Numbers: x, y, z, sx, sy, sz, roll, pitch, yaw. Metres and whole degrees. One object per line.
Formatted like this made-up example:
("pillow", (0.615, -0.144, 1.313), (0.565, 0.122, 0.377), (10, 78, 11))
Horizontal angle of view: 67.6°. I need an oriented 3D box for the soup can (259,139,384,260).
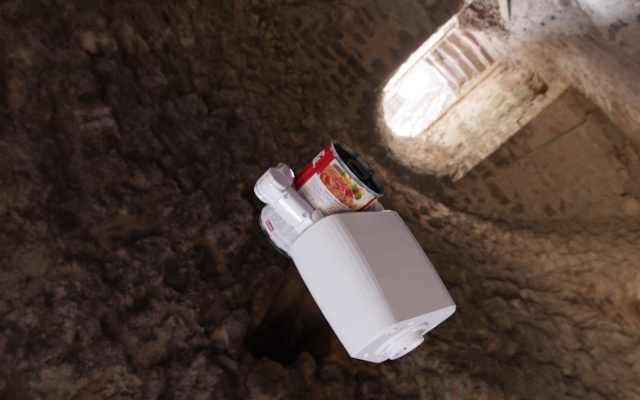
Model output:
("soup can", (0.000, 0.001, 0.448), (0.102, 0.068, 0.068), (-43, -18, 20))
